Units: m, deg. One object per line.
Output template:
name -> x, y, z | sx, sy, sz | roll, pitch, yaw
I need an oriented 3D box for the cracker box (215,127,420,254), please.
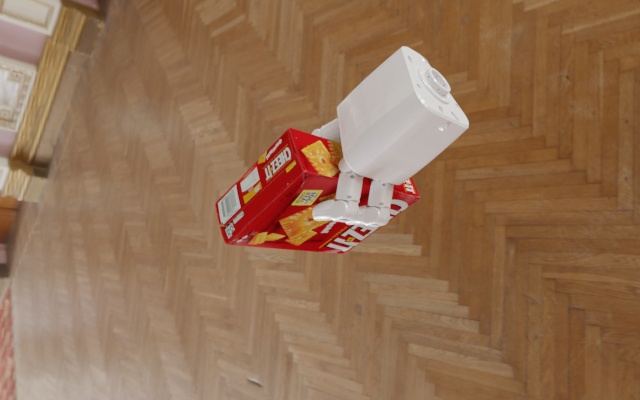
cracker box -> 0.000, 0.002, 0.619 | 0.214, 0.072, 0.164 | 11, -39, -43
